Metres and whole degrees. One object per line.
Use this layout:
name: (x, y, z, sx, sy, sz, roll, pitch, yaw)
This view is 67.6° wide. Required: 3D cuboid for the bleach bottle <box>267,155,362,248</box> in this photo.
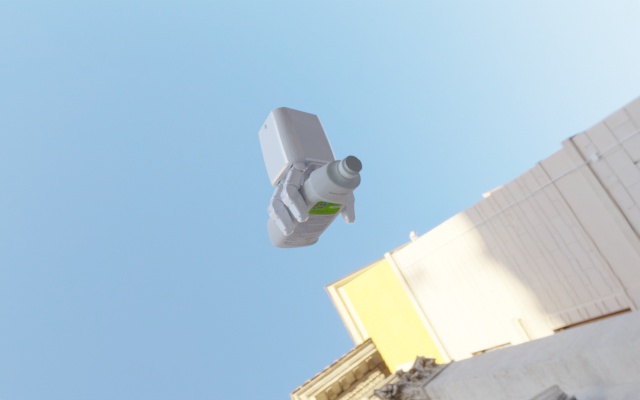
bleach bottle: (0.000, 0.003, 0.788, 0.102, 0.068, 0.251, -4, -24, -31)
